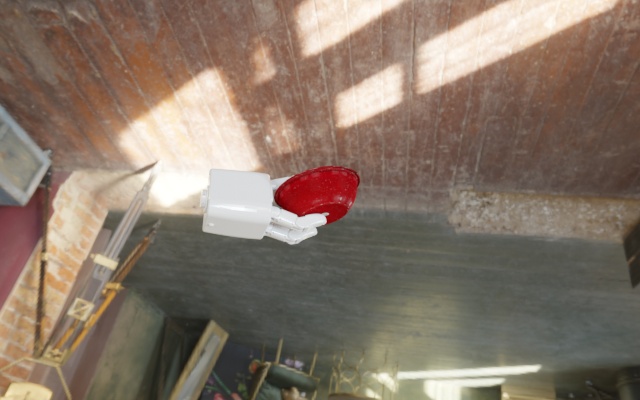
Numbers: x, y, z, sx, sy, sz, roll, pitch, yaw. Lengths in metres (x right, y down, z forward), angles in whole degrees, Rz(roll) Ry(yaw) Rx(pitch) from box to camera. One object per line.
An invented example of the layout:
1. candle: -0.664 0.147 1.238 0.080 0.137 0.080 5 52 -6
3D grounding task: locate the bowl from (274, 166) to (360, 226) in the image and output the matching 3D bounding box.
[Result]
1. bowl: 0.002 0.003 0.863 0.162 0.055 0.162 -12 -26 -6
